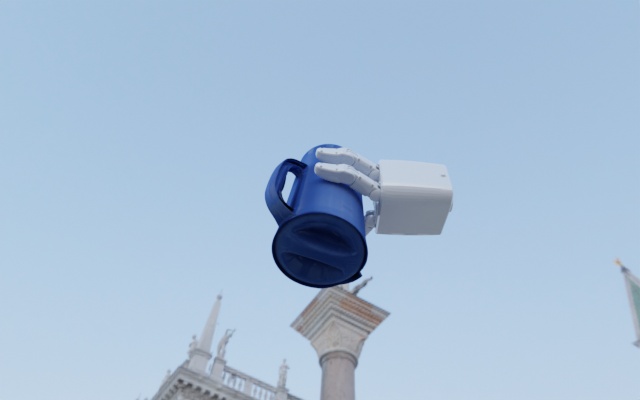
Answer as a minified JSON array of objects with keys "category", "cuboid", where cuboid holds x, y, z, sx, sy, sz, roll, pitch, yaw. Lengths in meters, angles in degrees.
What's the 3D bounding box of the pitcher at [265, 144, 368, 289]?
[{"category":"pitcher","cuboid":[0.000,0.002,0.743,0.145,0.149,0.242,3,33,3]}]
